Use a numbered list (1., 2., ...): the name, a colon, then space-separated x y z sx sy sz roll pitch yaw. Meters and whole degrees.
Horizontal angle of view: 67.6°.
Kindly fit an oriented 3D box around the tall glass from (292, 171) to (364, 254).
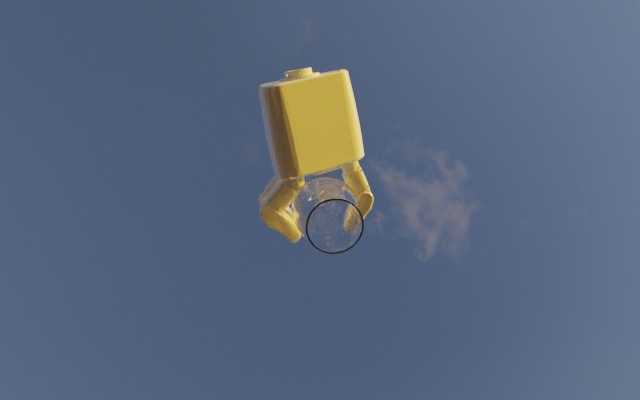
1. tall glass: 0.000 0.002 0.592 0.079 0.079 0.201 0 15 -9
